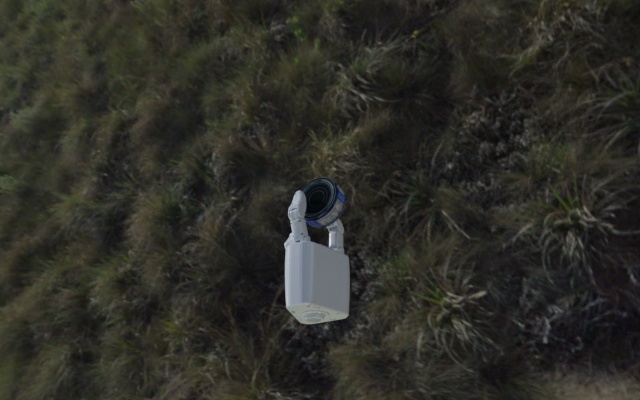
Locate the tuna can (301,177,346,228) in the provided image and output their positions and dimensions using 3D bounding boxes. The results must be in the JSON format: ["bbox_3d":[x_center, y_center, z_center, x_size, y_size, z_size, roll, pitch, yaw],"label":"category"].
[{"bbox_3d":[0.000,0.002,0.833,0.086,0.086,0.034,0,-28,37],"label":"tuna can"}]
